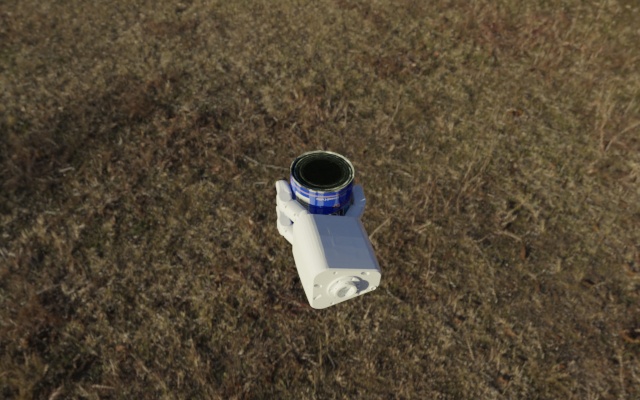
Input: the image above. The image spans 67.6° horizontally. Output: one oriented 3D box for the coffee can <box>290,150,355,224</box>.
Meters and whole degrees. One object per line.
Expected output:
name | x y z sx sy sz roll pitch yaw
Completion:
coffee can | 0.000 0.003 0.799 0.103 0.140 0.102 2 43 -2
